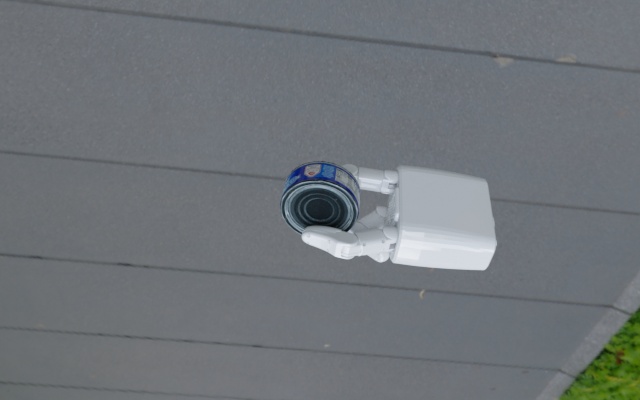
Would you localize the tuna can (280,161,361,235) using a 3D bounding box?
[{"bbox_3d":[0.000,0.002,0.517,0.086,0.086,0.033,0,39,8],"label":"tuna can"}]
